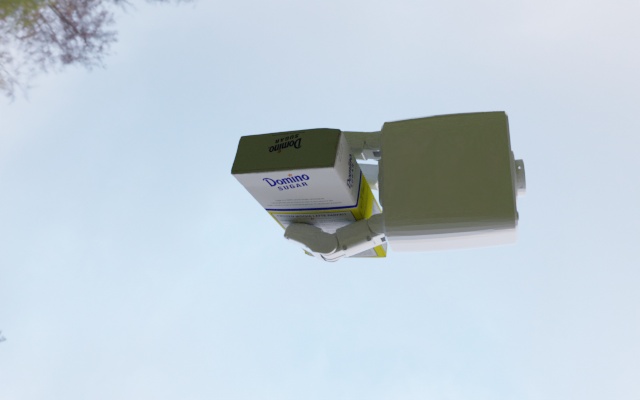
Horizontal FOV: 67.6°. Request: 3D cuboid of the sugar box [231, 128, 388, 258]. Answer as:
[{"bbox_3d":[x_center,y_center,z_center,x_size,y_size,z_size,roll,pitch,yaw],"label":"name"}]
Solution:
[{"bbox_3d":[0.000,0.001,0.449,0.093,0.048,0.176,-2,-32,21],"label":"sugar box"}]
